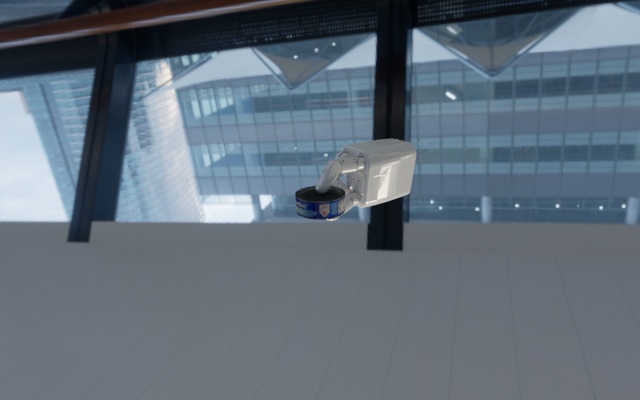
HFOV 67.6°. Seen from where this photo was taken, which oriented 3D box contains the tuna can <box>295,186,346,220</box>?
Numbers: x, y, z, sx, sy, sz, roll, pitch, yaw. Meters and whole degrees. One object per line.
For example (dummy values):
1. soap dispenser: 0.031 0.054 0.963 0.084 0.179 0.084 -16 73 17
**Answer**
1. tuna can: 0.000 0.003 0.808 0.086 0.034 0.086 -2 19 1
